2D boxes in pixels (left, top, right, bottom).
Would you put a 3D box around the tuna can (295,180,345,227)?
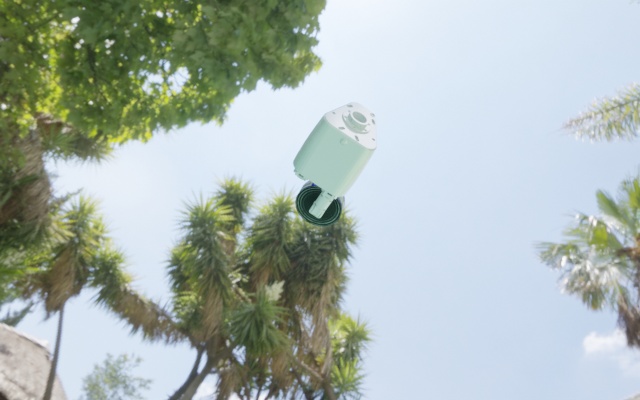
[{"bbox_3d":[0.000,0.003,0.854,0.086,0.086,0.033,0,33,19],"label":"tuna can"}]
